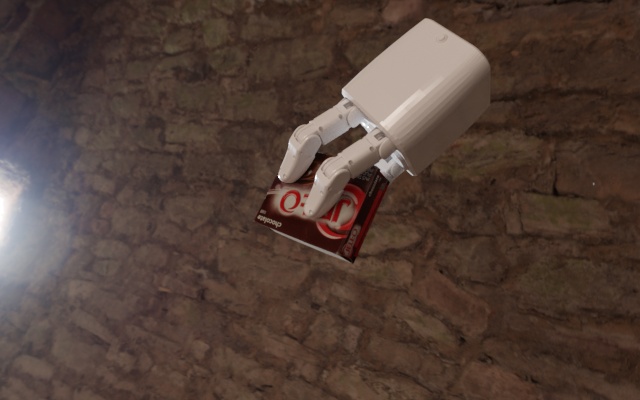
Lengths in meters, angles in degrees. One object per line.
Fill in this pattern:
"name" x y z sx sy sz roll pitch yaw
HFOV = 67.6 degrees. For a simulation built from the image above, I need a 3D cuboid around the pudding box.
"pudding box" 0.000 0.002 0.473 0.113 0.090 0.039 17 -14 38
